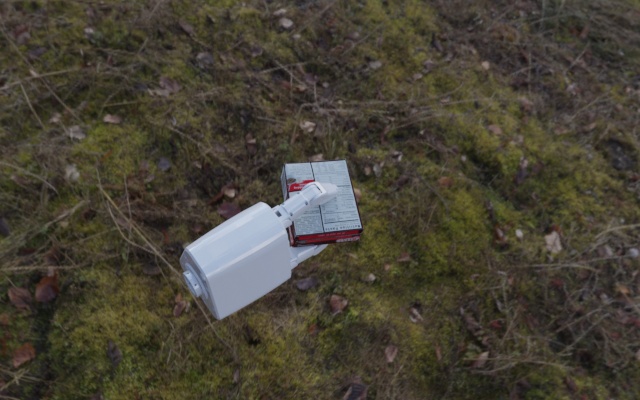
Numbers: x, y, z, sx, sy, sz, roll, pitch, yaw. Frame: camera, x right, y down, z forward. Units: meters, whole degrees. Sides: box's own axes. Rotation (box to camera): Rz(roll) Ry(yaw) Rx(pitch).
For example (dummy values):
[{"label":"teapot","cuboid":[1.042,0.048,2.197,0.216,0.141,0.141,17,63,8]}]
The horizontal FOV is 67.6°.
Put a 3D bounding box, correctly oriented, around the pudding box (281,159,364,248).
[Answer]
[{"label":"pudding box","cuboid":[0.000,0.002,0.624,0.090,0.113,0.039,-4,-28,-12]}]
